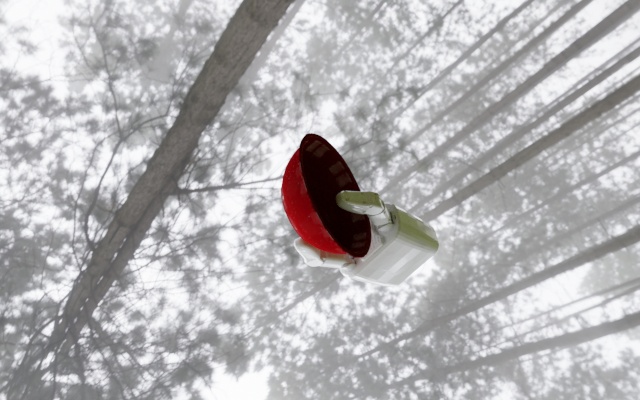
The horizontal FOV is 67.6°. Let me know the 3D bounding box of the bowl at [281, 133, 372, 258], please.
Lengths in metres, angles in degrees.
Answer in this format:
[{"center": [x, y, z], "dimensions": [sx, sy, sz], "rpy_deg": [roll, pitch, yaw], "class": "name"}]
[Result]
[{"center": [-0.001, 0.001, 0.582], "dimensions": [0.055, 0.162, 0.162], "rpy_deg": [-24, -10, 23], "class": "bowl"}]
